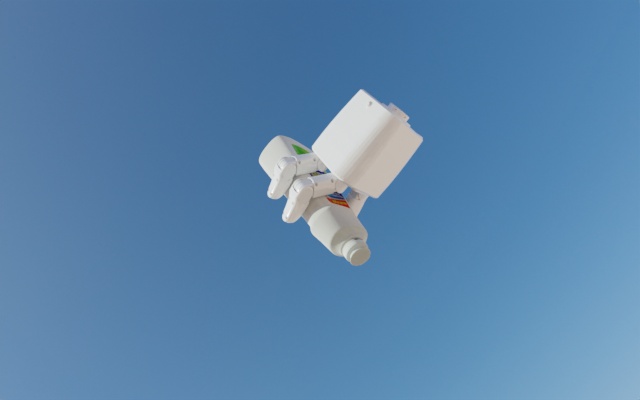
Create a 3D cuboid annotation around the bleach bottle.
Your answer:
[{"bbox_3d":[0.000,0.002,0.671,0.102,0.068,0.250,29,16,-42],"label":"bleach bottle"}]
